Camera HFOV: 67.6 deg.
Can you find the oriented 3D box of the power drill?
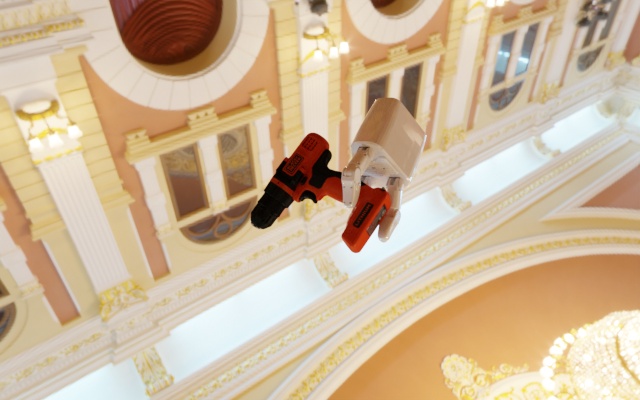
[{"bbox_3d":[0.001,0.002,0.751,0.187,0.184,0.057,33,-5,22],"label":"power drill"}]
